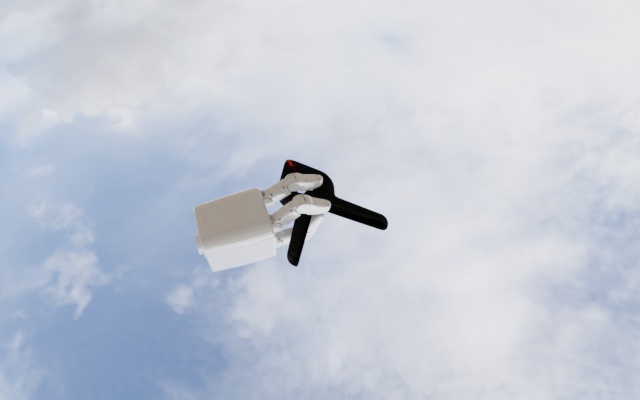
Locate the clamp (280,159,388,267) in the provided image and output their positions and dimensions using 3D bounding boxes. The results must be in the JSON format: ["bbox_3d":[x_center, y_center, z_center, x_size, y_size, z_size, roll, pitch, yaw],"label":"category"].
[{"bbox_3d":[0.000,0.003,0.768,0.164,0.036,0.209,-15,47,-12],"label":"clamp"}]
